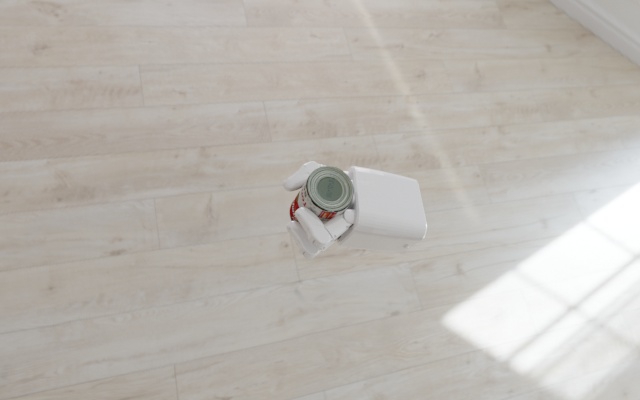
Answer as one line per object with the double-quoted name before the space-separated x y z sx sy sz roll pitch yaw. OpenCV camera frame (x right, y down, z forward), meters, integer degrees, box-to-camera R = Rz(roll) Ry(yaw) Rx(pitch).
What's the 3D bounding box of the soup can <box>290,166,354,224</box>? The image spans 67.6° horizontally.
"soup can" 0.000 0.002 0.674 0.068 0.068 0.102 0 -21 -17
